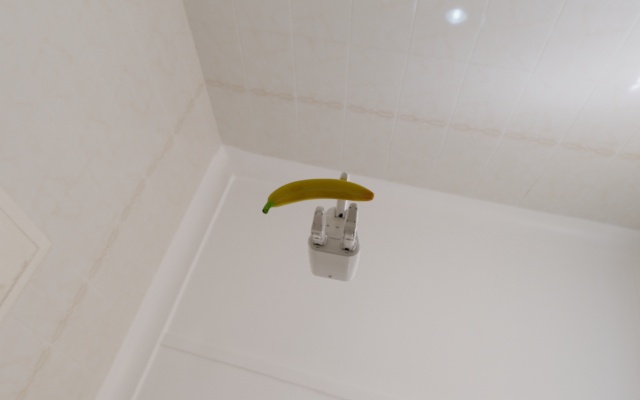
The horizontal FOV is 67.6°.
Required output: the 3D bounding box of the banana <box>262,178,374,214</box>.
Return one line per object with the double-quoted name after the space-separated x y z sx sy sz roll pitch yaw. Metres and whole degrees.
-0.007 -0.010 0.840 0.198 0.069 0.037 -9 -41 -10 "banana"
